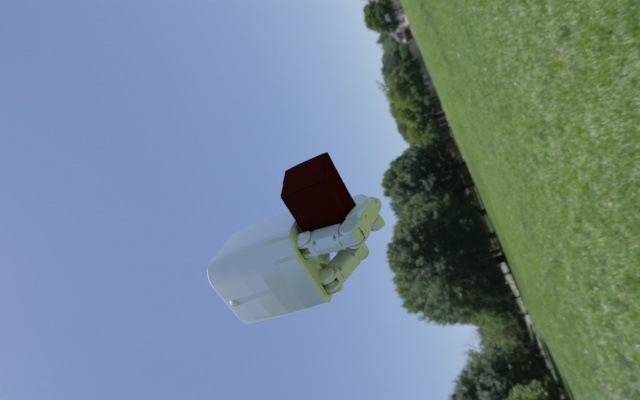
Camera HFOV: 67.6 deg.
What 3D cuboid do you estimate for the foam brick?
[{"bbox_3d":[0.000,0.001,0.493,0.051,0.078,0.053,-20,32,17],"label":"foam brick"}]
